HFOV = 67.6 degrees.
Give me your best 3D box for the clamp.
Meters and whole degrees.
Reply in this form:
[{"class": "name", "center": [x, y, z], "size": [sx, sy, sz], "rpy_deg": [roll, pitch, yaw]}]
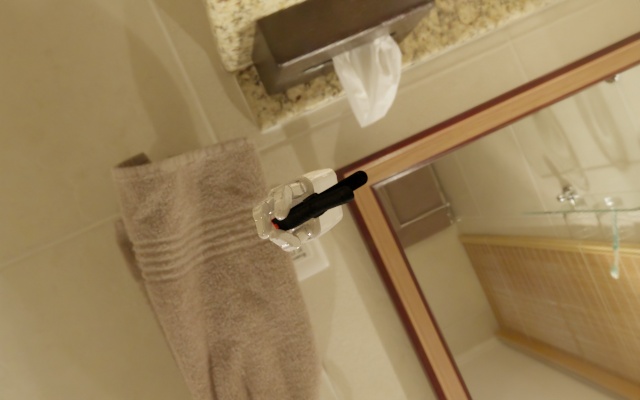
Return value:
[{"class": "clamp", "center": [0.000, 0.003, 0.764], "size": [0.171, 0.039, 0.120], "rpy_deg": [-24, 3, 30]}]
